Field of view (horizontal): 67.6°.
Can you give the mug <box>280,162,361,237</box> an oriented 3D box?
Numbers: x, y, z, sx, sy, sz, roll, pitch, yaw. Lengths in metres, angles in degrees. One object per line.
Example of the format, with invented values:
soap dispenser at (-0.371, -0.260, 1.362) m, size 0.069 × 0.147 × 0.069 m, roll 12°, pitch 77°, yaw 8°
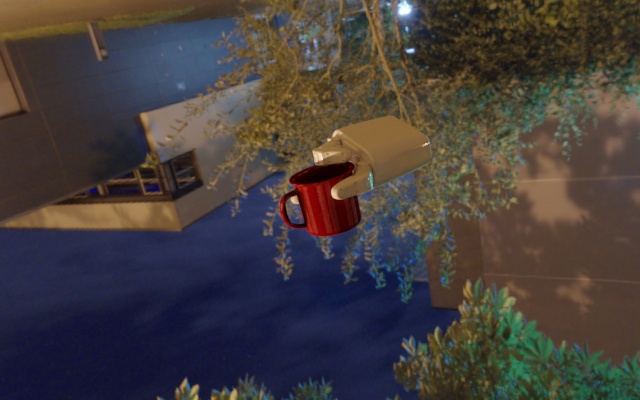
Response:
mug at (-0.001, 0.003, 0.663) m, size 0.117 × 0.081 × 0.093 m, roll -21°, pitch 20°, yaw -19°
